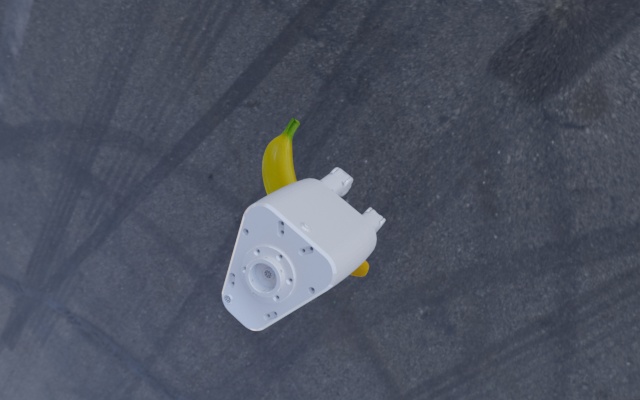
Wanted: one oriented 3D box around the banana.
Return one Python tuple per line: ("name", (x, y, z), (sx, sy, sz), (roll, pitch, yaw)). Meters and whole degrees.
("banana", (-0.017, 0.007, 0.541), (0.069, 0.198, 0.037), (-28, -6, 16))
